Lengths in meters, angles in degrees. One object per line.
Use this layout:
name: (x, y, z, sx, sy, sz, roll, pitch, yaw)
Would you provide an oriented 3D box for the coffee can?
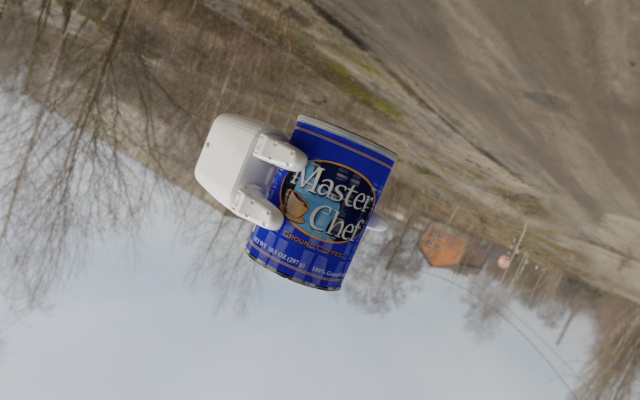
coffee can: (0.000, 0.001, 0.462, 0.103, 0.140, 0.103, 23, 5, -2)
